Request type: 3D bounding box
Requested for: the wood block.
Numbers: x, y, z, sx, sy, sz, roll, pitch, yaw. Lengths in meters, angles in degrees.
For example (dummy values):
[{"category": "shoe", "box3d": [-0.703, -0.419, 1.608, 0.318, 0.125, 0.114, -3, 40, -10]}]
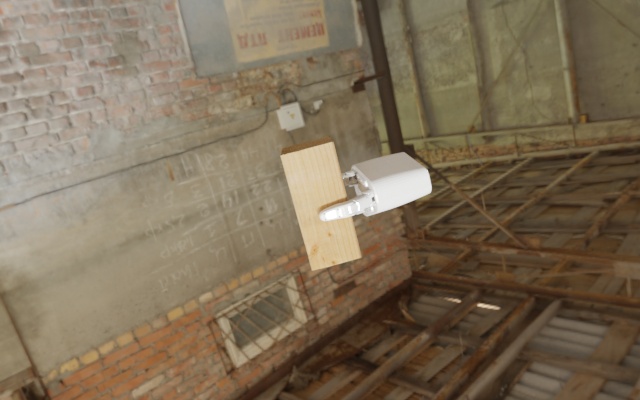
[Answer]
[{"category": "wood block", "box3d": [0.001, 0.003, 0.831, 0.090, 0.206, 0.090, -15, 14, 0]}]
